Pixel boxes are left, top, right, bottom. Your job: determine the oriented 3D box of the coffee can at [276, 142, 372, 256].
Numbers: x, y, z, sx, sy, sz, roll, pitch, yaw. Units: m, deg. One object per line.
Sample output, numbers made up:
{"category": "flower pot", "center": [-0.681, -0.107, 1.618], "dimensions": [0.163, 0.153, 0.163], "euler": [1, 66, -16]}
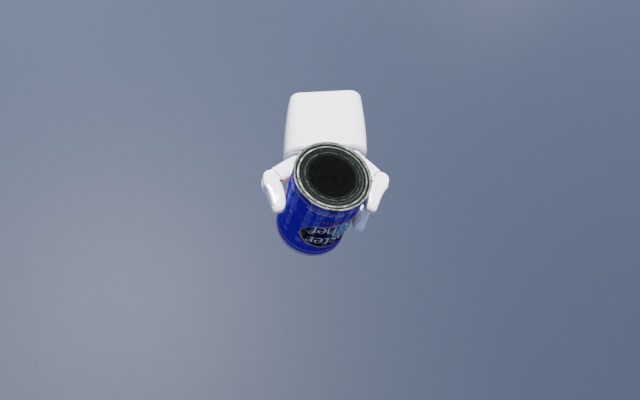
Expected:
{"category": "coffee can", "center": [0.000, 0.002, 0.653], "dimensions": [0.103, 0.102, 0.140], "euler": [0, -29, -15]}
